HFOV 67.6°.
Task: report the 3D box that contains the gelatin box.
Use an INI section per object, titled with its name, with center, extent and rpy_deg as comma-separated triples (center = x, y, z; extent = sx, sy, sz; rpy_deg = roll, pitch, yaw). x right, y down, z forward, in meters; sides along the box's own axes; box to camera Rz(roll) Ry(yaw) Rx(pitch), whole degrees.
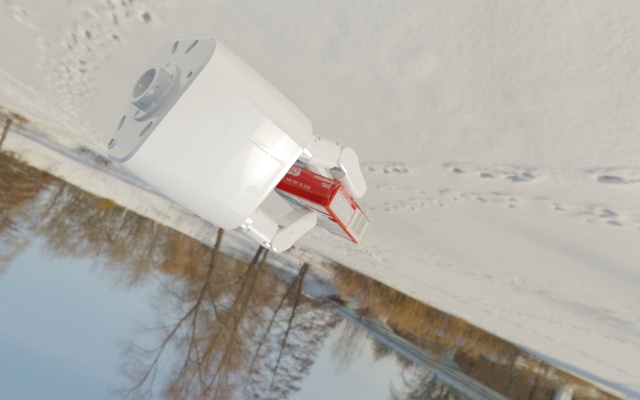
[gelatin box]
center = 0.000, 0.002, 0.468
extent = 0.073, 0.030, 0.089
rpy_deg = 22, -16, 33
